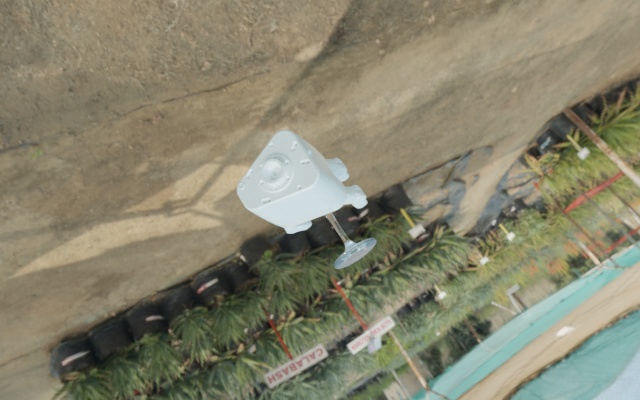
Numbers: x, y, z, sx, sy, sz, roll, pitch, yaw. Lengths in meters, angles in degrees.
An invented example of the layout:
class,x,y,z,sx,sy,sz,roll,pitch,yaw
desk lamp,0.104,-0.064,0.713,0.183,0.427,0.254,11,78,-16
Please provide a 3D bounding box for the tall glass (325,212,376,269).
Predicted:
class,x,y,z,sx,sy,sz,roll,pitch,yaw
tall glass,0.000,0.003,0.739,0.079,0.201,0.079,-28,-23,-13
